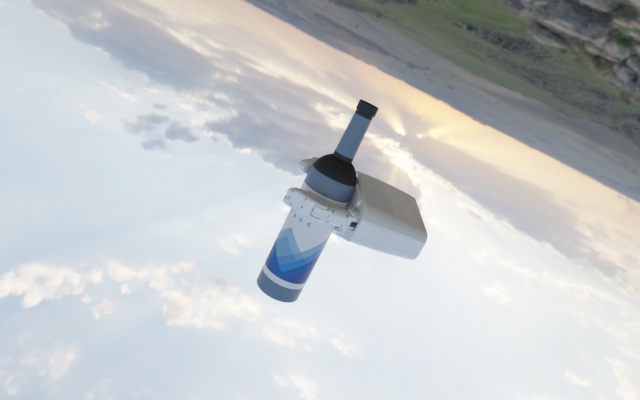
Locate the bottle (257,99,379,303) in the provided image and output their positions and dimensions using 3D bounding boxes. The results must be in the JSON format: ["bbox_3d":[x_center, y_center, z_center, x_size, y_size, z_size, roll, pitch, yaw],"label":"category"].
[{"bbox_3d":[0.000,0.002,0.654,0.069,0.296,0.069,24,17,-8],"label":"bottle"}]
